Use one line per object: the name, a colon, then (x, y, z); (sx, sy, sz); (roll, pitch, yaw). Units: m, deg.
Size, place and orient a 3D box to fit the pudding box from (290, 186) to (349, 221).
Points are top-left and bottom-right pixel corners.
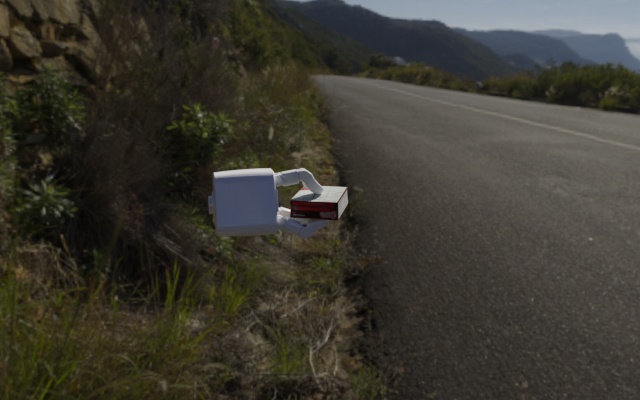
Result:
pudding box: (0.000, 0.003, 0.894); (0.090, 0.039, 0.113); (4, 19, 12)
